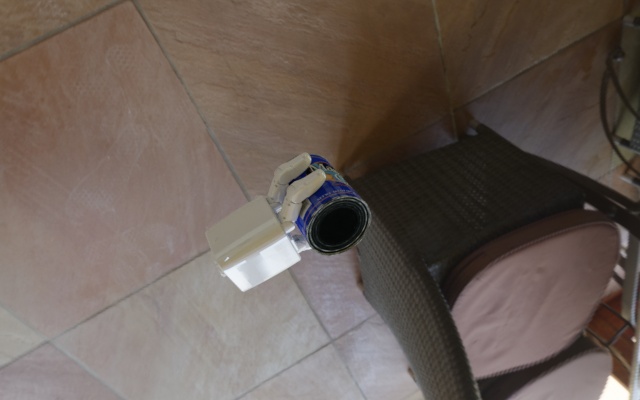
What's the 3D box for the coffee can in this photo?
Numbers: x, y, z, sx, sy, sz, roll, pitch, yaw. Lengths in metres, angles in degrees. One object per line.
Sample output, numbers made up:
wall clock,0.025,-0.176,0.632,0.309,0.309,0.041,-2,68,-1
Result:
coffee can,0.000,0.002,0.735,0.103,0.103,0.140,0,30,-27
